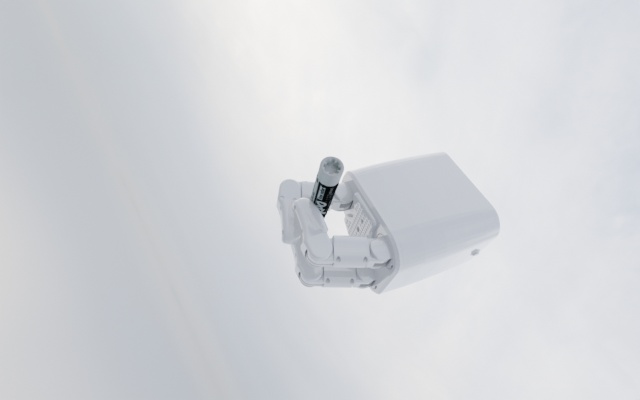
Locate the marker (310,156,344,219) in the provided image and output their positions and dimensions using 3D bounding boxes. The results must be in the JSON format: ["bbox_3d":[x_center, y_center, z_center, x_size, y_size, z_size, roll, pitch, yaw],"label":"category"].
[{"bbox_3d":[0.000,0.001,0.412,0.020,0.020,0.121,0,-27,-10],"label":"marker"}]
